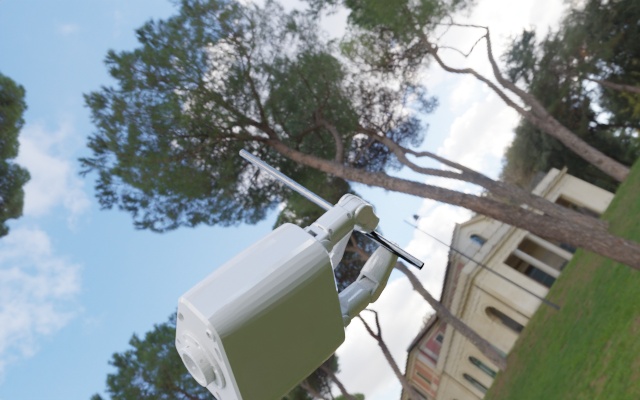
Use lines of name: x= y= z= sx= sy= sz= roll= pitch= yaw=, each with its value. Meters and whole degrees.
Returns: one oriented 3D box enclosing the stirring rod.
stirring rod: x=0.000 y=0.002 z=0.472 sx=0.239 sy=0.011 sz=0.011 roll=32 pitch=18 yaw=31
